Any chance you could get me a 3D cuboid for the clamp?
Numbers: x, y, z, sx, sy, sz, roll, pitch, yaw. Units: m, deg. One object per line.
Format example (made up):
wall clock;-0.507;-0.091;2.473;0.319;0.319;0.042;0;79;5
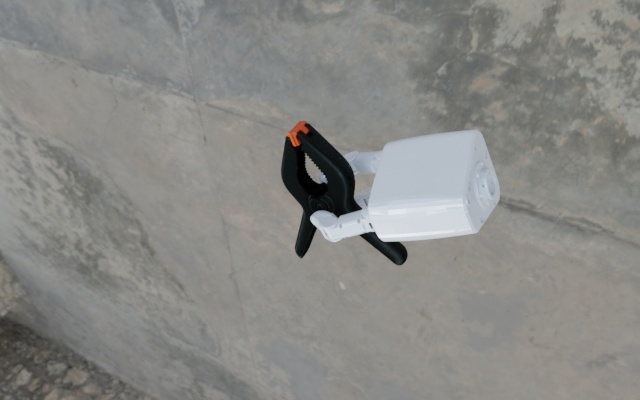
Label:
clamp;0.000;0.002;0.592;0.164;0.210;0.036;-8;33;36
